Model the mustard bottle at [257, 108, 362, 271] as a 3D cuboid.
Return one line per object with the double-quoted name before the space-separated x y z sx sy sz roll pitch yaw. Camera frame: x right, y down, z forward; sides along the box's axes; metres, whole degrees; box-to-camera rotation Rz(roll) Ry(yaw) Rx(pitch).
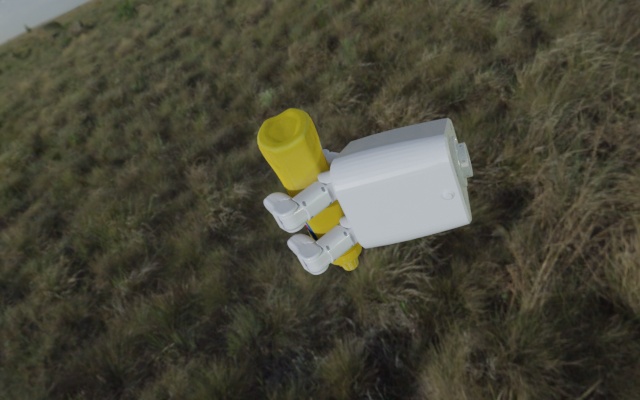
"mustard bottle" 0.000 0.002 0.510 0.058 0.192 0.096 -27 30 1
